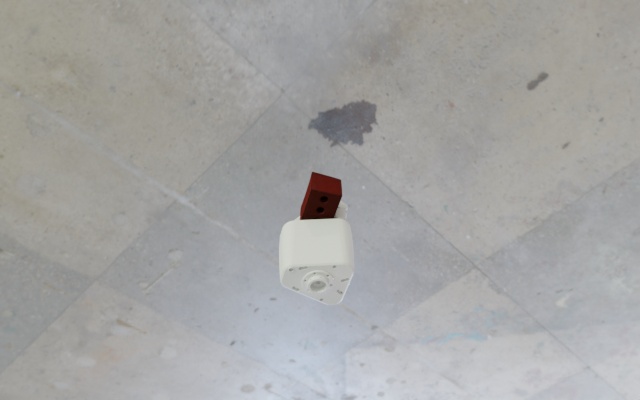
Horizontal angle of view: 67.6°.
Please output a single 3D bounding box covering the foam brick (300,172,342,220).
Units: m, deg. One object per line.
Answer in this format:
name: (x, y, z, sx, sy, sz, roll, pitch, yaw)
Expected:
foam brick: (0.000, 0.002, 0.791, 0.053, 0.078, 0.051, 13, 33, -8)
